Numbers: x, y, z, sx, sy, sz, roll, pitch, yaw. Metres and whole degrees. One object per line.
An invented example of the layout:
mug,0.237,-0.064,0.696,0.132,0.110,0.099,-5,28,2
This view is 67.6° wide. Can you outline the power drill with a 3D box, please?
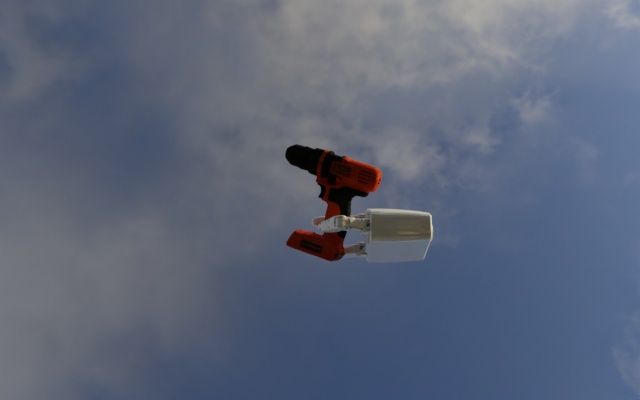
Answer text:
power drill,0.000,0.003,0.863,0.184,0.187,0.057,19,6,19
